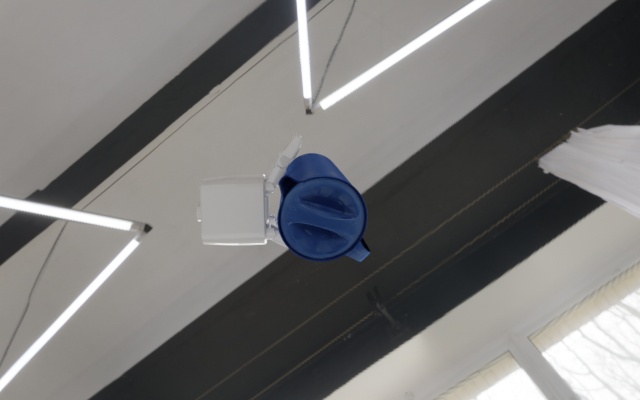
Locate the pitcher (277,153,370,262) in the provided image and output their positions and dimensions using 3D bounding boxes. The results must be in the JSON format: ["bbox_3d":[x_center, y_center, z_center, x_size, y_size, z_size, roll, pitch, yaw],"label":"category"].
[{"bbox_3d":[0.000,0.003,0.807,0.145,0.149,0.242,-2,17,-4],"label":"pitcher"}]
